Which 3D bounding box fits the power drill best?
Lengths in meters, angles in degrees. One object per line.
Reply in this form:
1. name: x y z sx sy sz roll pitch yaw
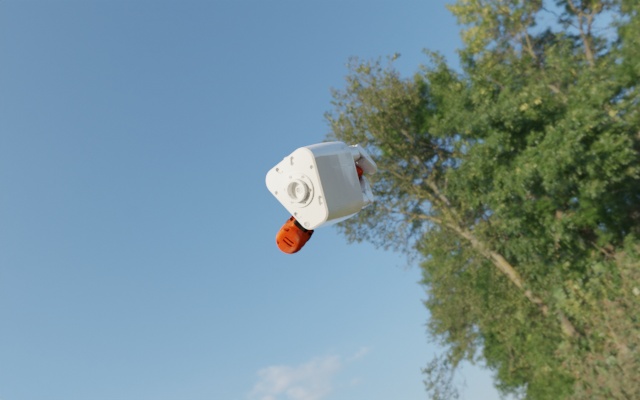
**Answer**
1. power drill: 0.000 0.002 0.838 0.057 0.188 0.184 36 10 -1
